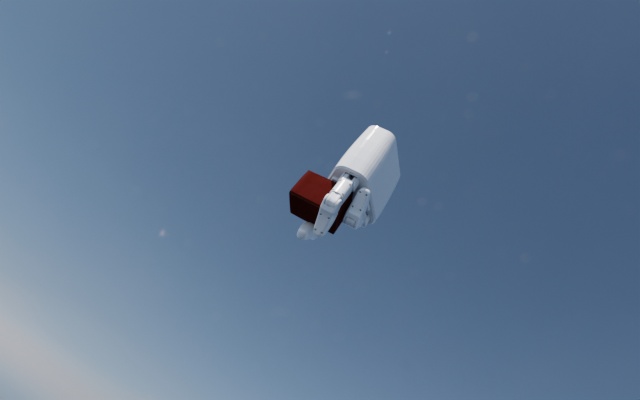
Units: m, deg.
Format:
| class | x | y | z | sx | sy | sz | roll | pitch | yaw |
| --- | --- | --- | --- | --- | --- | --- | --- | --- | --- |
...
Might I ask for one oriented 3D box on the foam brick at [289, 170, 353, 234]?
| class | x | y | z | sx | sy | sz | roll | pitch | yaw |
| --- | --- | --- | --- | --- | --- | --- | --- | --- | --- |
| foam brick | 0.000 | 0.002 | 0.698 | 0.078 | 0.051 | 0.053 | 26 | -34 | 15 |
